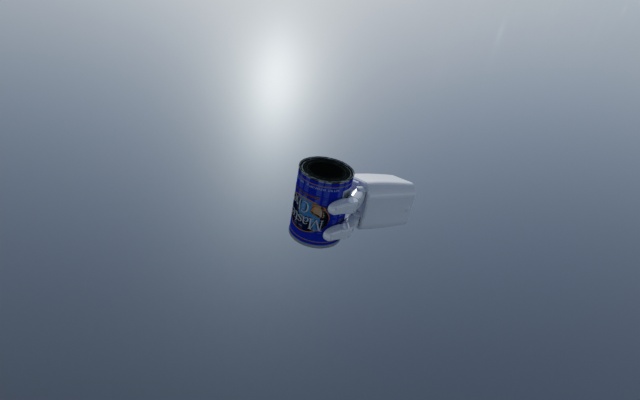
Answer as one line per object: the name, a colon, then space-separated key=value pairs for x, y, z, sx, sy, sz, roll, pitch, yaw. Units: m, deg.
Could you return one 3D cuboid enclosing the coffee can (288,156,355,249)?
coffee can: x=0.000 y=0.003 z=0.886 sx=0.103 sy=0.140 sz=0.102 roll=8 pitch=30 yaw=-5
